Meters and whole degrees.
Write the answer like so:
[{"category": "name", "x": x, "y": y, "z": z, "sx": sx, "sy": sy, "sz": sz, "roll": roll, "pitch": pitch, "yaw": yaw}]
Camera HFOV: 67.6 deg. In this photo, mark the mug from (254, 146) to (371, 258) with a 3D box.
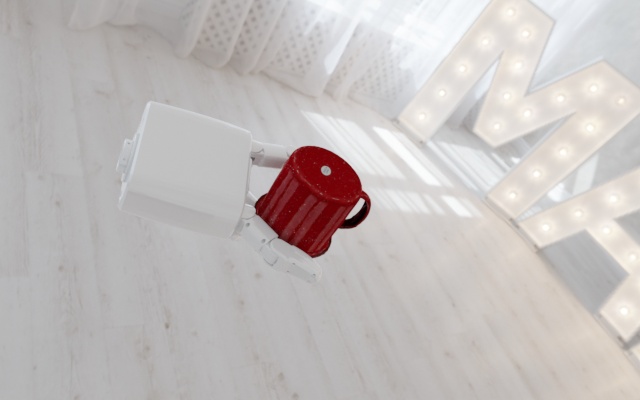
[{"category": "mug", "x": 0.001, "y": 0.002, "z": 0.494, "sx": 0.117, "sy": 0.093, "sz": 0.081, "roll": 16, "pitch": -50, "yaw": -25}]
